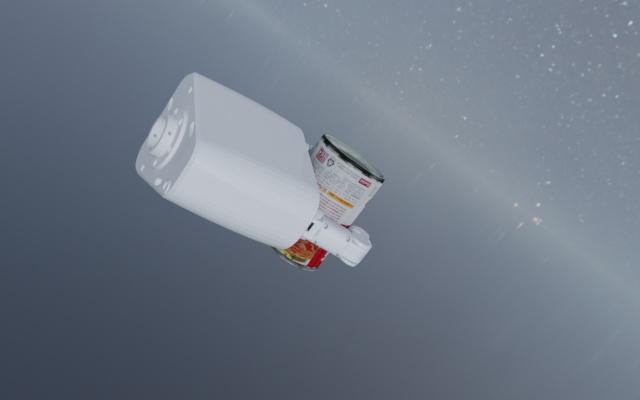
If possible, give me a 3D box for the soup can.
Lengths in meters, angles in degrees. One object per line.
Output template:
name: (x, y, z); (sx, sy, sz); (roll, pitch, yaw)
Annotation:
soup can: (0.001, 0.001, 0.420); (0.068, 0.102, 0.068); (34, 14, -9)
